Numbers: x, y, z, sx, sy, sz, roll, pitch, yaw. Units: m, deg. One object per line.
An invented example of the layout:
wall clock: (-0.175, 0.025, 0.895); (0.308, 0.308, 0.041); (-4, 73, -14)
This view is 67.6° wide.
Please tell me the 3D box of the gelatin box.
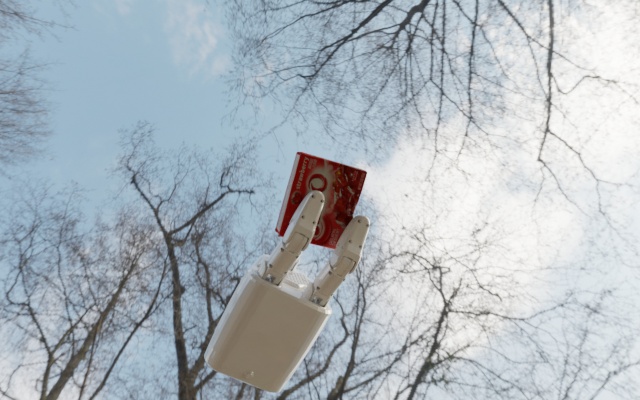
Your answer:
gelatin box: (0.000, 0.001, 0.494); (0.073, 0.089, 0.030); (15, 5, -15)
